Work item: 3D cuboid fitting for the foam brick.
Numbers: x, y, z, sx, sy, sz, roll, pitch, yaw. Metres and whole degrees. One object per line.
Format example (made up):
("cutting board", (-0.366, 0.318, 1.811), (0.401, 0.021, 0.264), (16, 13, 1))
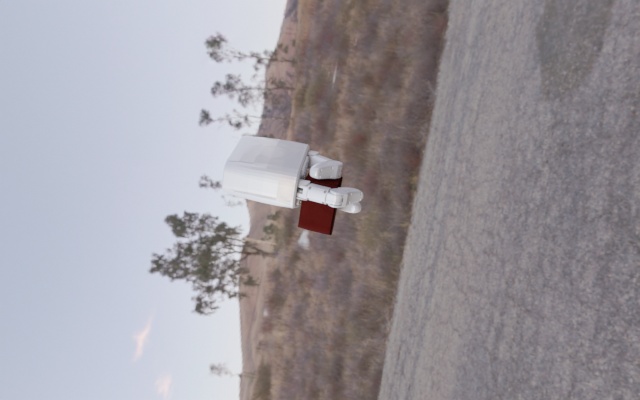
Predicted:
("foam brick", (0.000, 0.003, 0.706), (0.051, 0.078, 0.053), (11, 18, 3))
